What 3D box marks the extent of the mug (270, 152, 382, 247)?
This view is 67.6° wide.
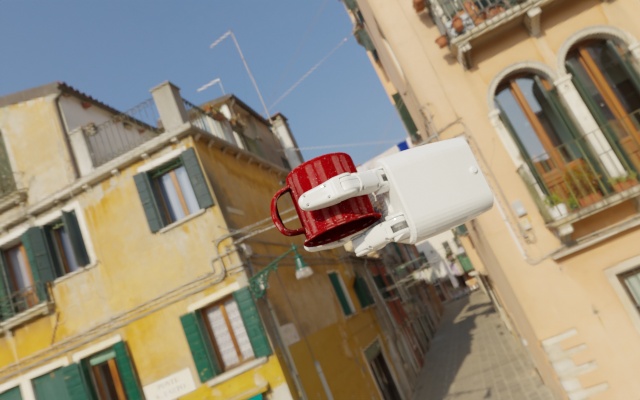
[{"bbox_3d":[-0.001,0.002,0.538,0.117,0.081,0.093,-18,-14,-16],"label":"mug"}]
